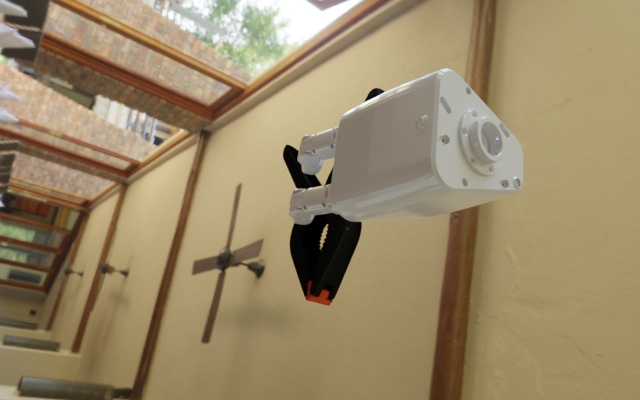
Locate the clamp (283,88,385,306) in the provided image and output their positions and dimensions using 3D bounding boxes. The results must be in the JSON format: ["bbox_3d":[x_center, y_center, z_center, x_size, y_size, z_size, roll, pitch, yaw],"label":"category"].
[{"bbox_3d":[0.001,0.002,0.495,0.036,0.210,0.164,21,-23,-32],"label":"clamp"}]
